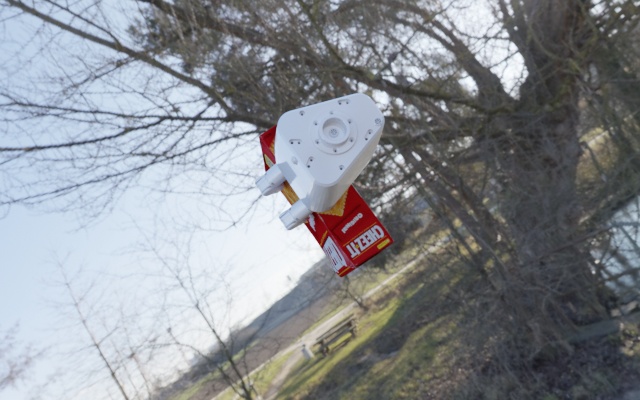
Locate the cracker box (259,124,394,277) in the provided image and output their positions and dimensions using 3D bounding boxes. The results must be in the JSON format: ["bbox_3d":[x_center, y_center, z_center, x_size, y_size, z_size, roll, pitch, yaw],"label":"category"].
[{"bbox_3d":[0.000,0.002,0.684,0.072,0.213,0.164,-34,-9,-10],"label":"cracker box"}]
